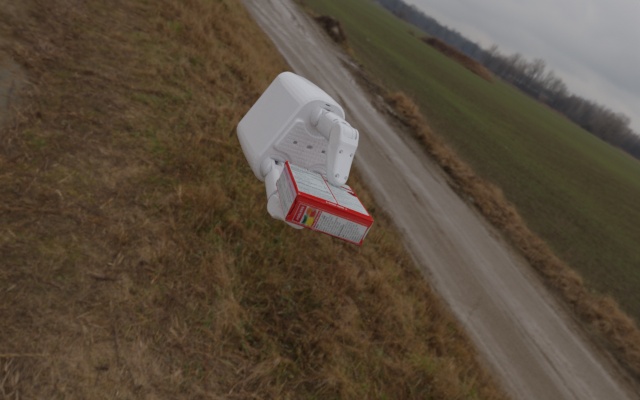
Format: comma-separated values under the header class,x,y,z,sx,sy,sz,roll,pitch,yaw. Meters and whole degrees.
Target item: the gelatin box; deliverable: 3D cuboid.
class,x,y,z,sx,sy,sz,roll,pitch,yaw
gelatin box,0.000,0.001,0.439,0.073,0.030,0.089,20,17,-19
